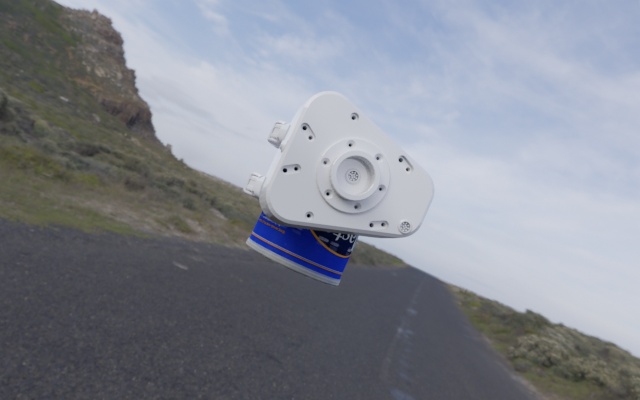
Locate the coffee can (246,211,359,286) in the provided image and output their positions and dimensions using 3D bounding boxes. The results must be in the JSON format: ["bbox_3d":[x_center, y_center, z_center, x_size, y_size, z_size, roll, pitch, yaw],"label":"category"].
[{"bbox_3d":[0.000,0.002,0.487,0.103,0.140,0.103,25,-3,1],"label":"coffee can"}]
